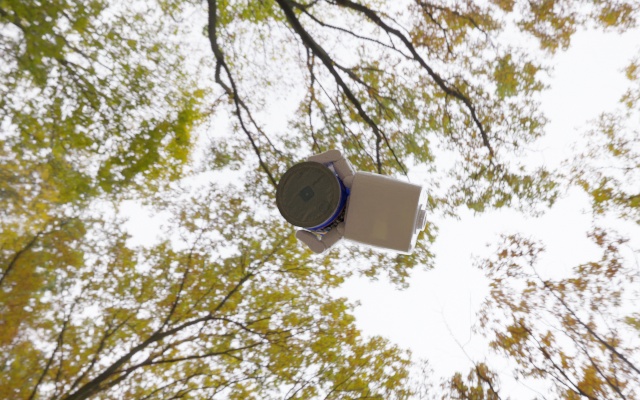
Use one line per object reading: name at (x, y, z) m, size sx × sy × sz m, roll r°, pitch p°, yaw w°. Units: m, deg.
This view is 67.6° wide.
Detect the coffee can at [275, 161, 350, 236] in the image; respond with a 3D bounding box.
coffee can at (0.000, 0.003, 0.781) m, size 0.103 × 0.103 × 0.140 m, roll 0°, pitch -10°, yaw 18°
